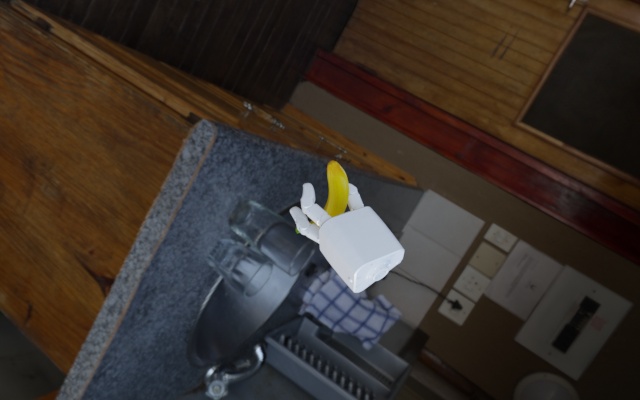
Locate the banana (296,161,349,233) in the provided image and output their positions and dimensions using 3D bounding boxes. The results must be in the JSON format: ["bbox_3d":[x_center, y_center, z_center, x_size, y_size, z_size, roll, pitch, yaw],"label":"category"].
[{"bbox_3d":[0.016,0.007,0.881,0.069,0.037,0.198,5,-44,-23],"label":"banana"}]
